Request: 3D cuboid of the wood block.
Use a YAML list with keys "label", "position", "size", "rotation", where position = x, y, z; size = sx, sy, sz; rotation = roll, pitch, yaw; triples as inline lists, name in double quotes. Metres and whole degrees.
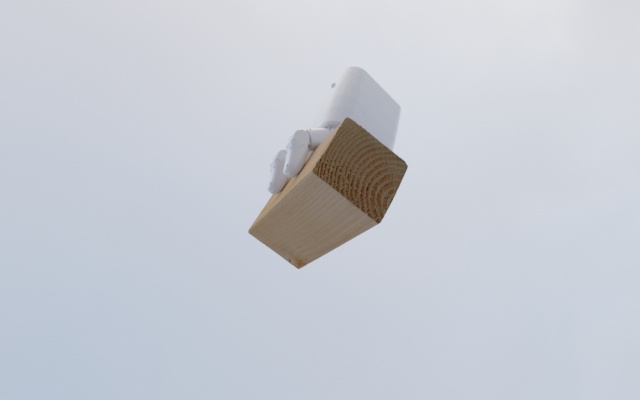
- label: "wood block"
  position: [0.000, 0.002, 0.582]
  size: [0.091, 0.090, 0.206]
  rotation: [37, -32, -9]
